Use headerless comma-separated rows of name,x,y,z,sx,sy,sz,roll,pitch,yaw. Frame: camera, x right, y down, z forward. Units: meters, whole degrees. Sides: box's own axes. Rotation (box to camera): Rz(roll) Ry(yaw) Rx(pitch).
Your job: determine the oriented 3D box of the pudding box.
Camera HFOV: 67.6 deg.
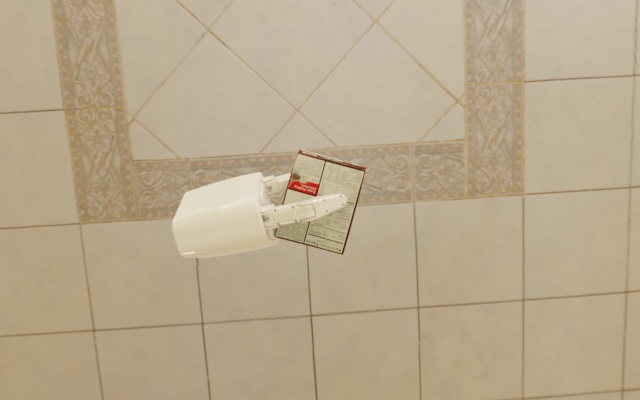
pudding box,0.000,0.002,0.591,0.090,0.113,0.039,15,10,-1
